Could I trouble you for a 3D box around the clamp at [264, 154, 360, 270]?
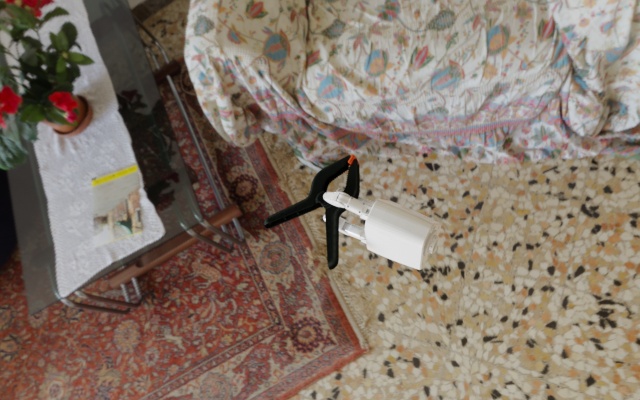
[{"bbox_3d":[0.000,0.002,0.886,0.164,0.210,0.036,23,-11,21],"label":"clamp"}]
